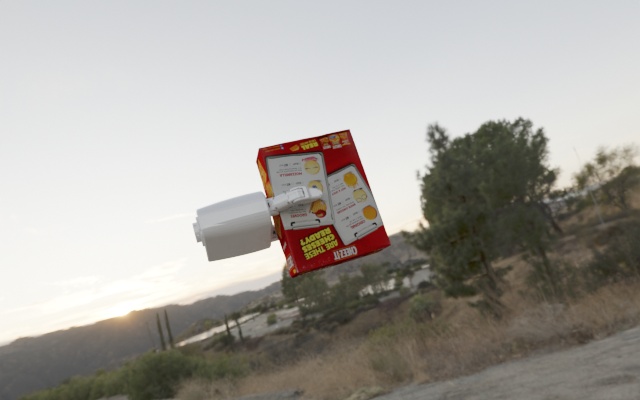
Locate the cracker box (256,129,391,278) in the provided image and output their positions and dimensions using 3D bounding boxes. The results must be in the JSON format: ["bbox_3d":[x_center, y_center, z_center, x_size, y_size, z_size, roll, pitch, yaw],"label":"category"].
[{"bbox_3d":[0.000,0.002,0.796,0.164,0.213,0.072,-14,-13,-16],"label":"cracker box"}]
